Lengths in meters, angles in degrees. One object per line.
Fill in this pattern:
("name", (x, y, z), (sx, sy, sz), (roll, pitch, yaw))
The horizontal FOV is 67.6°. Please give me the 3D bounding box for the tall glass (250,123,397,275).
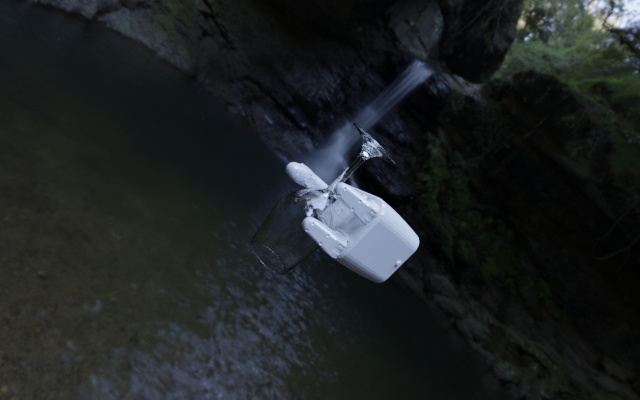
("tall glass", (0.000, 0.001, 0.599), (0.079, 0.201, 0.079), (43, 7, -6))
